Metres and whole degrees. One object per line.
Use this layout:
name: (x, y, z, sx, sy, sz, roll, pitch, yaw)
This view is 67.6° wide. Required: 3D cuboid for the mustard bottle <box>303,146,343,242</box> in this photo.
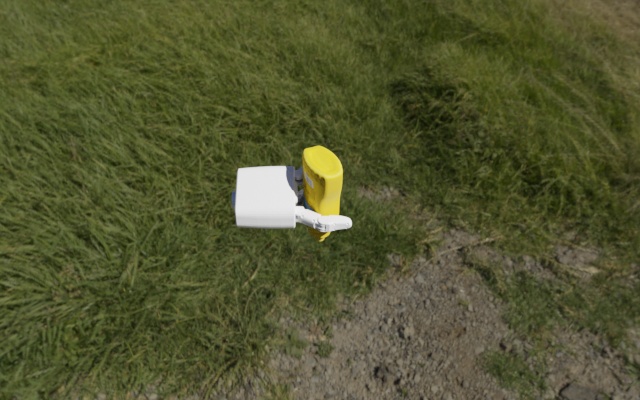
mustard bottle: (0.000, 0.003, 0.874, 0.058, 0.192, 0.096, -17, 45, -22)
